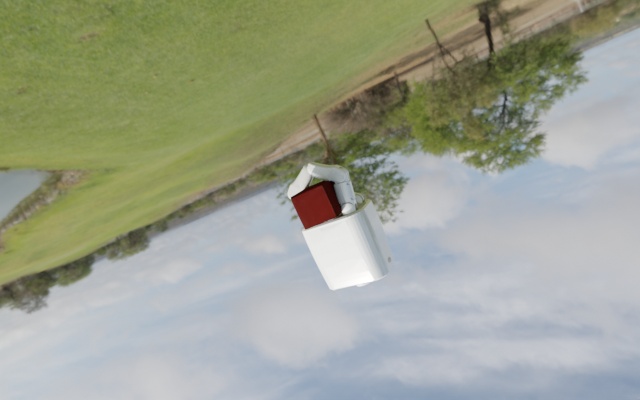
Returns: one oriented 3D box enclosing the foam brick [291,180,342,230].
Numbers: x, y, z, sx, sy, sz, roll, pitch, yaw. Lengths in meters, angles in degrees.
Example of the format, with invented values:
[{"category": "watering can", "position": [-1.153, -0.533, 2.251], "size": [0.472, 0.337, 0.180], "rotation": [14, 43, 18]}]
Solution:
[{"category": "foam brick", "position": [0.000, 0.002, 0.693], "size": [0.053, 0.051, 0.078], "rotation": [-22, 5, 19]}]
